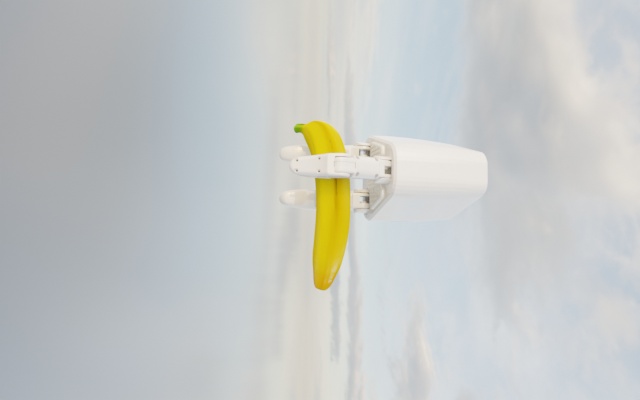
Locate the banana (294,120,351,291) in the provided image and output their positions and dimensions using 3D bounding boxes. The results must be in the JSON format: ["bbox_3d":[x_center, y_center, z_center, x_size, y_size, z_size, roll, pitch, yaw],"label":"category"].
[{"bbox_3d":[0.006,-0.009,0.503,0.037,0.197,0.070,3,-23,-22],"label":"banana"}]
